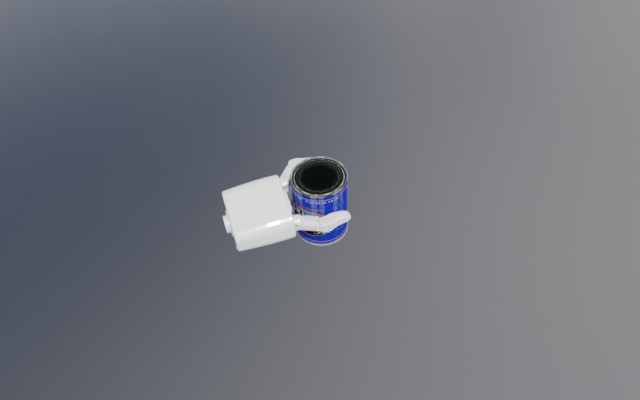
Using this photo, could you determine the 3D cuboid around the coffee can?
[{"bbox_3d":[0.000,0.003,0.892,0.103,0.102,0.140,0,-42,3],"label":"coffee can"}]
